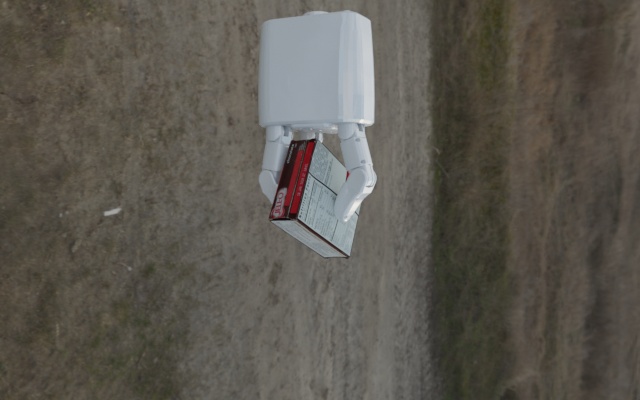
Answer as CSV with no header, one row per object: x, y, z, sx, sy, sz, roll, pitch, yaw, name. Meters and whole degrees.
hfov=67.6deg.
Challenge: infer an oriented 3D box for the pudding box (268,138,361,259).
0.000,0.002,0.499,0.039,0.090,0.113,-1,-26,35,pudding box
